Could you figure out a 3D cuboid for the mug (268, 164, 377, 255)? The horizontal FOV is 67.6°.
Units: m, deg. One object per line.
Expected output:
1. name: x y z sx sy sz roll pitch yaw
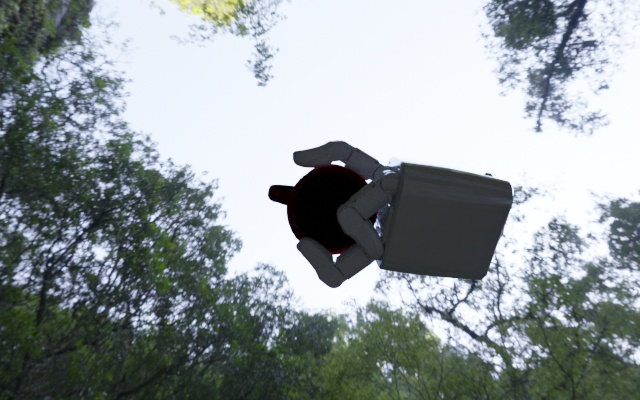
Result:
1. mug: -0.001 0.002 0.525 0.117 0.093 0.081 10 11 -1
